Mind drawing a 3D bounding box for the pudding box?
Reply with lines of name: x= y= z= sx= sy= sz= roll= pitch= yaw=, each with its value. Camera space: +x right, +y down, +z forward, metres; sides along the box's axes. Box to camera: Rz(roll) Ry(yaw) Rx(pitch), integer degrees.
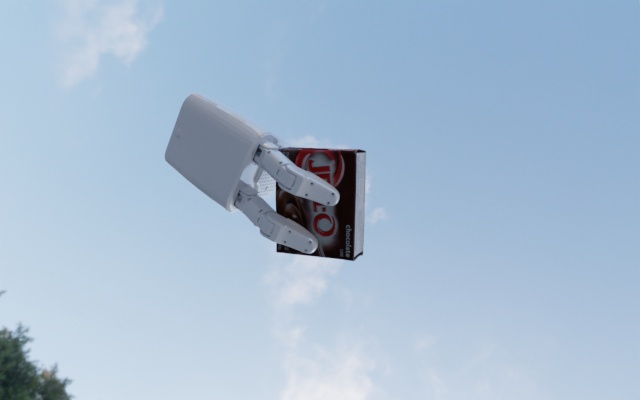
pudding box: x=0.000 y=0.002 z=0.499 sx=0.090 sy=0.113 sz=0.039 roll=4 pitch=10 yaw=25
